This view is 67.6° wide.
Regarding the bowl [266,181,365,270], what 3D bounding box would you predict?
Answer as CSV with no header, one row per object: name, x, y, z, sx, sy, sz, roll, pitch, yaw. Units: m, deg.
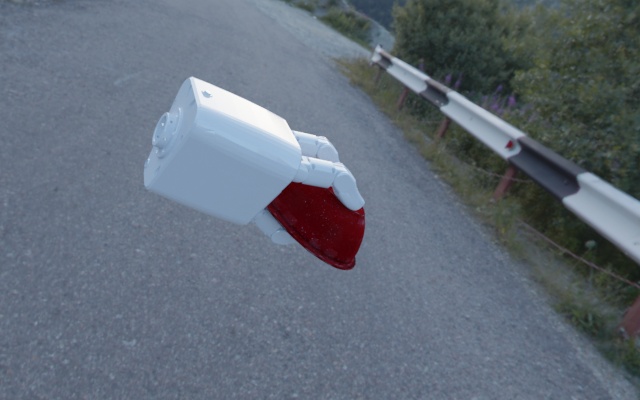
bowl,0.001,0.002,0.551,0.055,0.162,0.162,-45,-13,14
